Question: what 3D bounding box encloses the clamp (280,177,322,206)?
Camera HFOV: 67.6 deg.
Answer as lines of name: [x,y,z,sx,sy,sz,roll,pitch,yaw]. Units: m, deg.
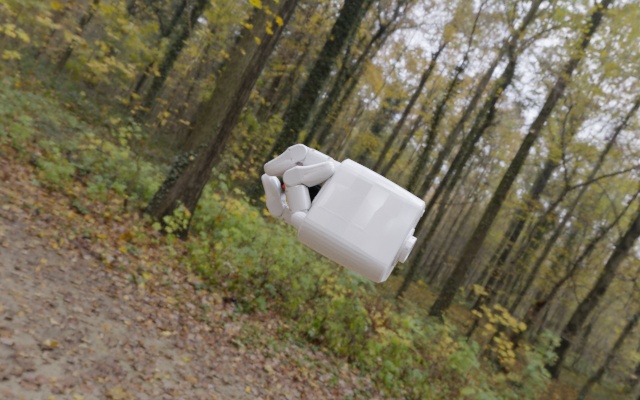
clamp: [0.000,0.002,0.649,0.120,0.039,0.171,29,0,15]
